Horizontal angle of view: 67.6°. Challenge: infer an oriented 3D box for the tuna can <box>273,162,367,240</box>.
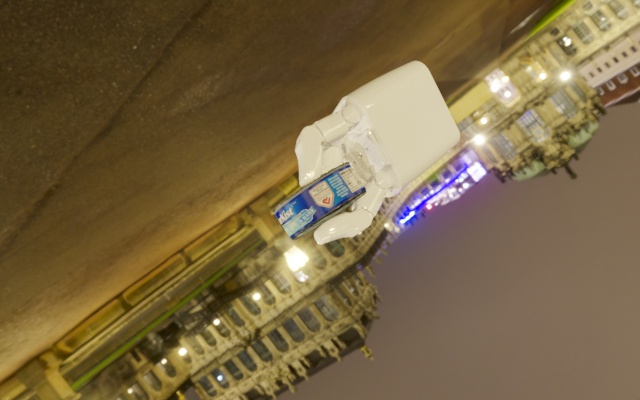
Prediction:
[{"bbox_3d":[0.000,0.002,0.446,0.086,0.034,0.086,-33,-4,-2],"label":"tuna can"}]
